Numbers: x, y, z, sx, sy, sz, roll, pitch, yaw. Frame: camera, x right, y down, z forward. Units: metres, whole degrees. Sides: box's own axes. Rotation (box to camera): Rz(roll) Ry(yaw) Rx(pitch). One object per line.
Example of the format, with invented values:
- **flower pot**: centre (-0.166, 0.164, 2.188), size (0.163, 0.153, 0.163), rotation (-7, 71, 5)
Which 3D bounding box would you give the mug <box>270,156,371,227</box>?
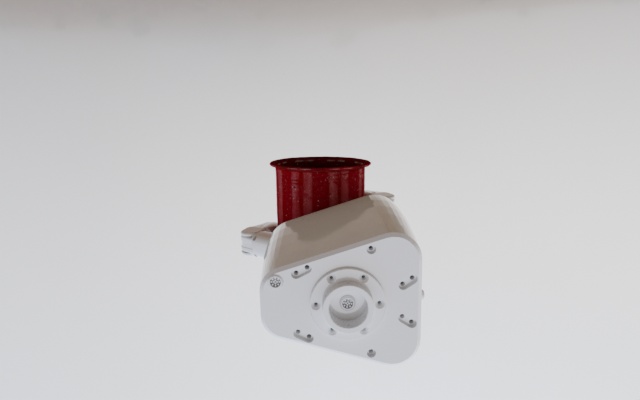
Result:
- **mug**: centre (0.000, 0.001, 0.460), size (0.093, 0.081, 0.117), rotation (0, 11, 0)
